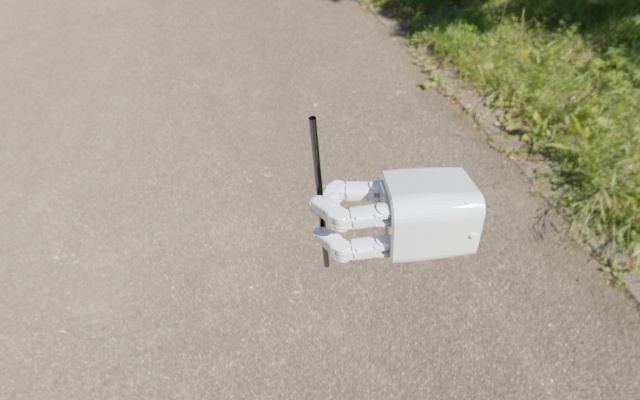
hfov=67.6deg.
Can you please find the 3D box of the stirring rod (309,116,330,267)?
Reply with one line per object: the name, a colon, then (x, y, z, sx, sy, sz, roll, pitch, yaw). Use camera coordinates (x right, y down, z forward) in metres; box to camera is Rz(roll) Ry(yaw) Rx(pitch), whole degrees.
stirring rod: (0.000, 0.002, 0.577, 0.011, 0.240, 0.011, -3, 43, 3)
